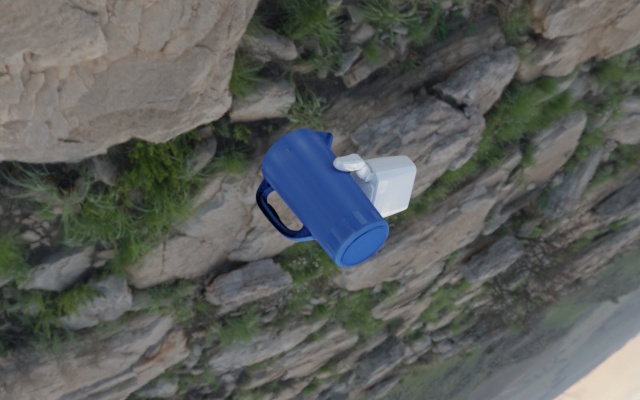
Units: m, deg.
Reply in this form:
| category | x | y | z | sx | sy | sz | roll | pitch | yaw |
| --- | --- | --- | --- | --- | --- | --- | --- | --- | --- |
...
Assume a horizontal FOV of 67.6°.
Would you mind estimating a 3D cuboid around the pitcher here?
| category | x | y | z | sx | sy | sz | roll | pitch | yaw |
| --- | --- | --- | --- | --- | --- | --- | --- | --- | --- |
| pitcher | 0.000 | 0.003 | 0.837 | 0.145 | 0.149 | 0.242 | -12 | 50 | -36 |
